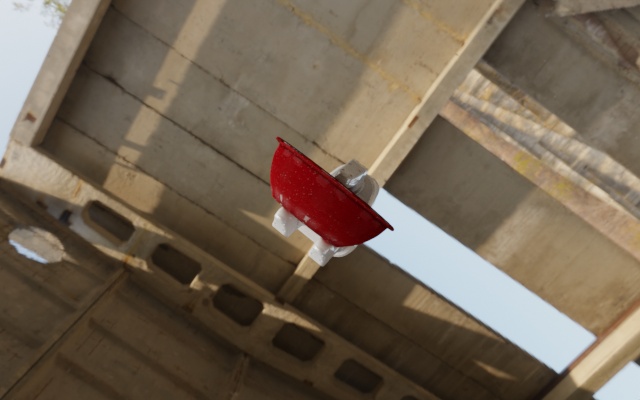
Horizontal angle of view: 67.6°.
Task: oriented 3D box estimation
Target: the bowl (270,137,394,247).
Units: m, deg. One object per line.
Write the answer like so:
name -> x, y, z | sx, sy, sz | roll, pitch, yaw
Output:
bowl -> -0.001, 0.002, 0.516 | 0.162, 0.055, 0.162 | 39, 0, 0
